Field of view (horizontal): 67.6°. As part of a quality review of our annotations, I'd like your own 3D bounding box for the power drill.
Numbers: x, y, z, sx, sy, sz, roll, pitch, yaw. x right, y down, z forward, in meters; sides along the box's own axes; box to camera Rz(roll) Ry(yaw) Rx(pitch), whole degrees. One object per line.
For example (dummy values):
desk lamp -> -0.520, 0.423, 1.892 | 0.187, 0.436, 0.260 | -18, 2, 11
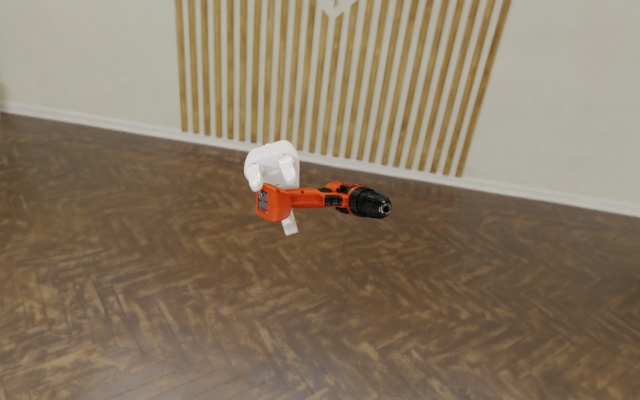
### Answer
power drill -> 0.000, 0.002, 0.784 | 0.187, 0.057, 0.184 | -1, 7, -26
